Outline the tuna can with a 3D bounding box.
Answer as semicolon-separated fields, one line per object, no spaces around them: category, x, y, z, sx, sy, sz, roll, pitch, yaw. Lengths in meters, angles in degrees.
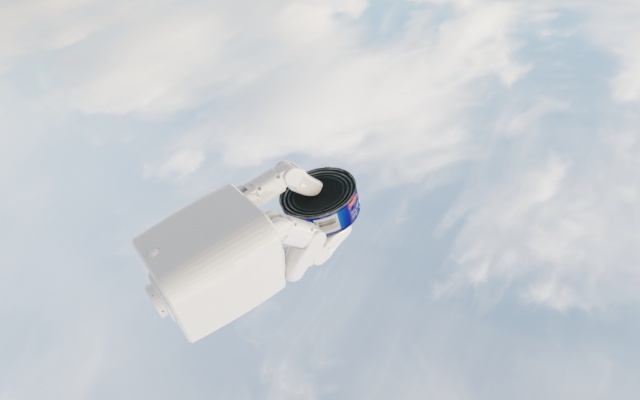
tuna can;0.000;0.002;0.526;0.086;0.034;0.086;-11;38;8
